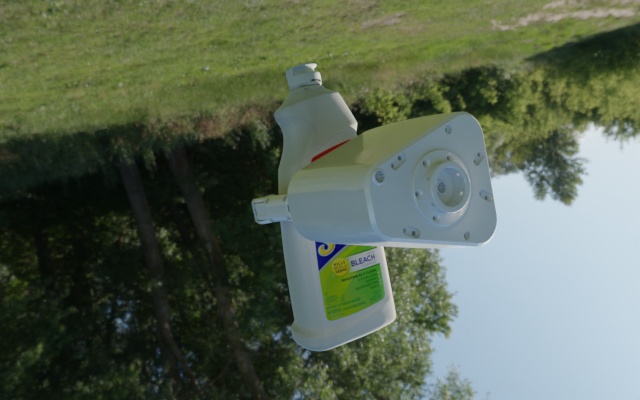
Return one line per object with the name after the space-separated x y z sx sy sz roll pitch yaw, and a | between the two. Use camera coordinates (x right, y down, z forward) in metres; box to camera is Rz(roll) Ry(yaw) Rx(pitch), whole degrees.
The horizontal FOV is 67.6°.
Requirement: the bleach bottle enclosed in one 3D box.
0.000 0.001 0.447 0.102 0.251 0.068 -14 5 -27 | bleach bottle
